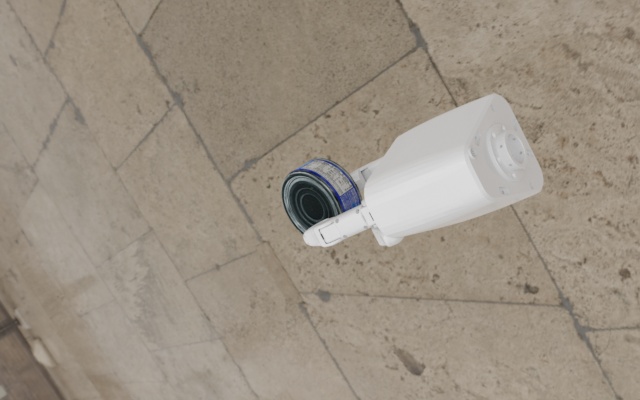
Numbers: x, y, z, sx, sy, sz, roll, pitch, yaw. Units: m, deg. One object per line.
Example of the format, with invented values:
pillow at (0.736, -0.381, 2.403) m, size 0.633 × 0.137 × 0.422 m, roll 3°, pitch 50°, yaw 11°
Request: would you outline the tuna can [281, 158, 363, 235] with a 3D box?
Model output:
tuna can at (0.000, 0.002, 0.494) m, size 0.086 × 0.086 × 0.033 m, roll 0°, pitch 26°, yaw 45°
